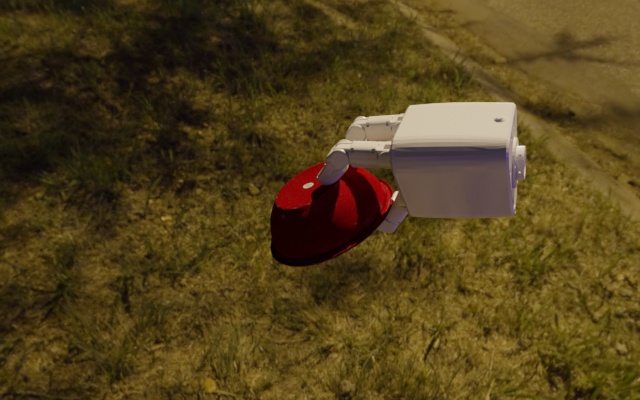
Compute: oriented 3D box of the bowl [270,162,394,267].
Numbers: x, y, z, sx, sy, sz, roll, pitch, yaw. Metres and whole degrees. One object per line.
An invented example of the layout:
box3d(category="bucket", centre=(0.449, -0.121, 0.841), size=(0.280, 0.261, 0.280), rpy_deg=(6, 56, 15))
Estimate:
box3d(category="bowl", centre=(-0.001, 0.002, 0.555), size=(0.162, 0.055, 0.162), rpy_deg=(-24, 26, 13))
